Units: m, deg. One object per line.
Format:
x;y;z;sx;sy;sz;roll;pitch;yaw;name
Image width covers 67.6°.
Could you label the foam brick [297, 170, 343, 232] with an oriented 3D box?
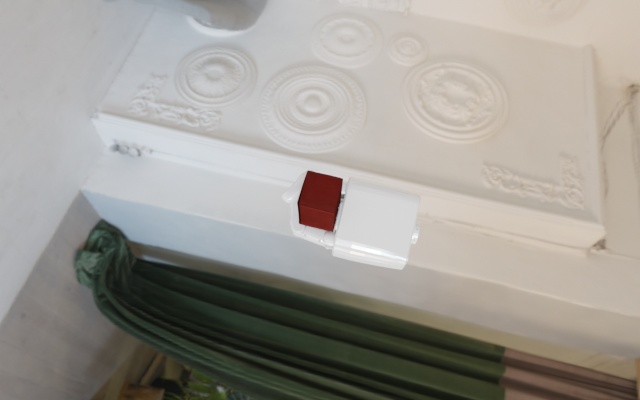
0.000;0.002;0.657;0.051;0.053;0.078;14;-22;5;foam brick
